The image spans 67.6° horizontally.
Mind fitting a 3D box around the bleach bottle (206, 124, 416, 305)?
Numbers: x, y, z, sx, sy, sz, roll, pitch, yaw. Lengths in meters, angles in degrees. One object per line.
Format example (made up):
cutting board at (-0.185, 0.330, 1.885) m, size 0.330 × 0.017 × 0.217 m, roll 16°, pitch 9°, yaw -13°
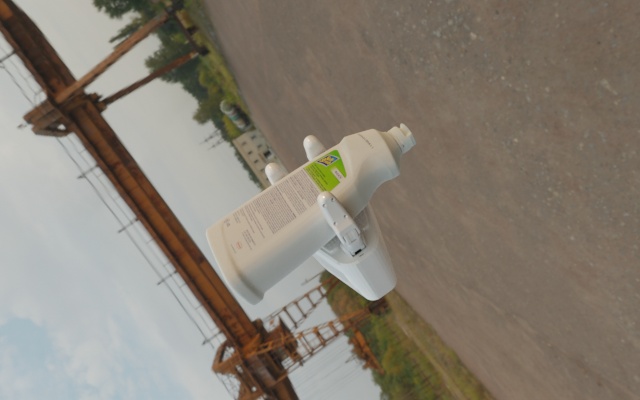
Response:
bleach bottle at (0.000, 0.002, 0.528) m, size 0.251 × 0.102 × 0.068 m, roll -35°, pitch -41°, yaw -2°
